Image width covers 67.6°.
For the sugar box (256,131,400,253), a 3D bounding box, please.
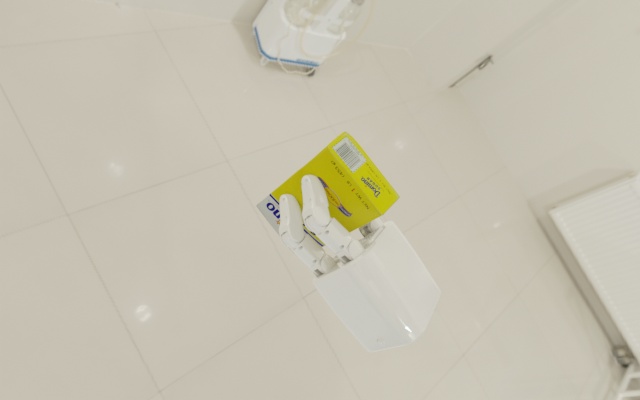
[{"bbox_3d":[0.000,0.002,0.559,0.048,0.093,0.176,-41,3,-41],"label":"sugar box"}]
